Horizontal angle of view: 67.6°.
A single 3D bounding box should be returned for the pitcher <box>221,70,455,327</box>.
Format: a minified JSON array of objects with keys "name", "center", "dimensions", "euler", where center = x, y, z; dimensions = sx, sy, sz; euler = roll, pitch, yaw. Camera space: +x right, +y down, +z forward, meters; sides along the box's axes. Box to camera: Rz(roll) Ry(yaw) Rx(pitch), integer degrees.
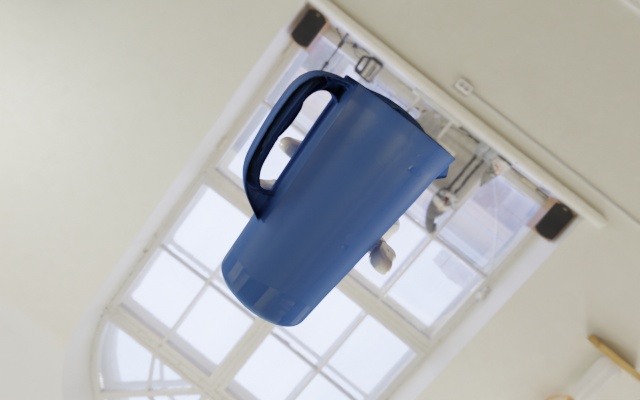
[{"name":"pitcher","center":[0.000,0.002,0.480],"dimensions":[0.149,0.243,0.145],"euler":[42,12,16]}]
